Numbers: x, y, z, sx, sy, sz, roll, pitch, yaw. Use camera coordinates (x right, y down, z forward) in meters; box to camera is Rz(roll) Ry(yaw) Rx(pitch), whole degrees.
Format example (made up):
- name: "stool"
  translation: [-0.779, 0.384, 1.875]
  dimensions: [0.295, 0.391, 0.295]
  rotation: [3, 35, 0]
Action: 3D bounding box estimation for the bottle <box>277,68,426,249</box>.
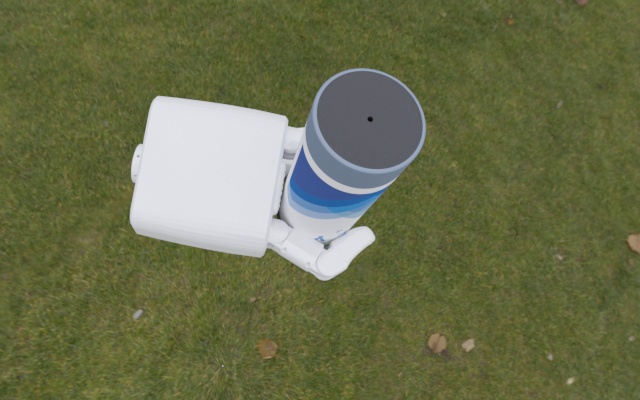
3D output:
- name: "bottle"
  translation: [0.000, 0.001, 0.404]
  dimensions: [0.069, 0.069, 0.296]
  rotation: [0, -19, -12]
